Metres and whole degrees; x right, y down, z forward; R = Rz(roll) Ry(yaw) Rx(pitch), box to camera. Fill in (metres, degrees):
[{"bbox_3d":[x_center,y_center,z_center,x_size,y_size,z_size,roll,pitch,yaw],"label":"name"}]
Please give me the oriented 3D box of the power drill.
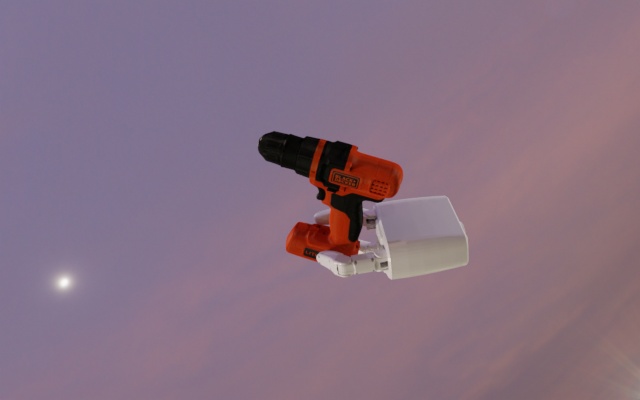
[{"bbox_3d":[0.000,0.002,0.637,0.184,0.188,0.057,17,45,5],"label":"power drill"}]
